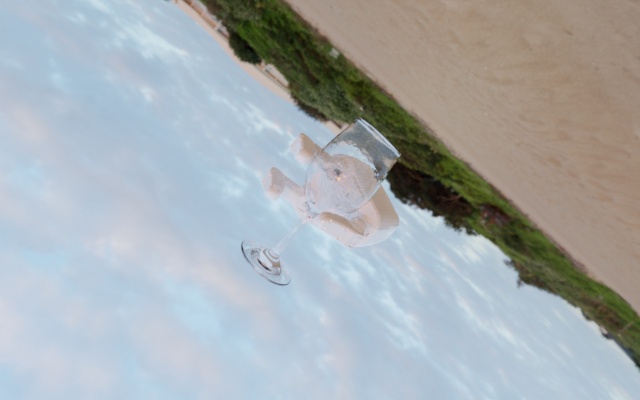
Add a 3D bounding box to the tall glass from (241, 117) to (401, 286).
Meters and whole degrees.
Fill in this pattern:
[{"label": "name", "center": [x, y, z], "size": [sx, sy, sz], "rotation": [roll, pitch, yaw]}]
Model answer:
[{"label": "tall glass", "center": [0.000, 0.002, 0.539], "size": [0.079, 0.201, 0.079], "rotation": [38, 16, -13]}]
